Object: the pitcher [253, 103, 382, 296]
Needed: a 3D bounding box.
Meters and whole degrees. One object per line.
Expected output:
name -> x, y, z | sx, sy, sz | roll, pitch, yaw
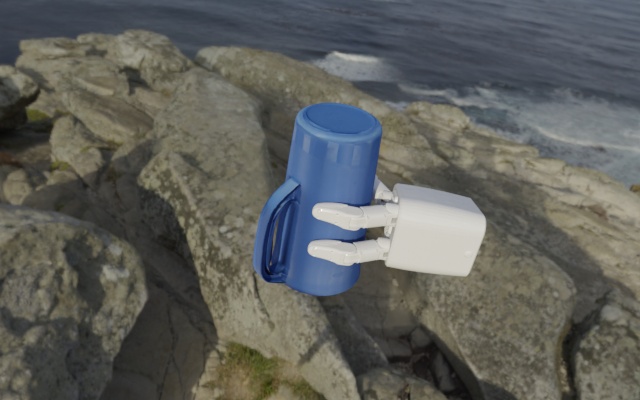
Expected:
pitcher -> 0.000, 0.002, 0.638 | 0.145, 0.243, 0.149 | 11, 33, 4
